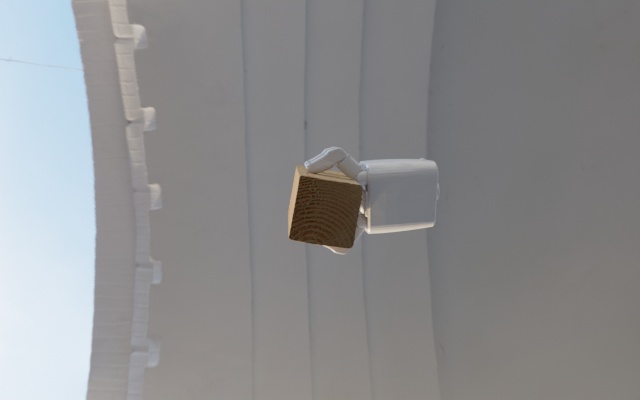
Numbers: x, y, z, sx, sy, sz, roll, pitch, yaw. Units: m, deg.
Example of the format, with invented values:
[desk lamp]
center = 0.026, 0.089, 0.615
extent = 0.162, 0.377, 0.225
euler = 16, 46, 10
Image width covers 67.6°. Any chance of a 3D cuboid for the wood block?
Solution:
[wood block]
center = 0.000, 0.003, 0.739
extent = 0.090, 0.091, 0.206
euler = 9, 7, -5
